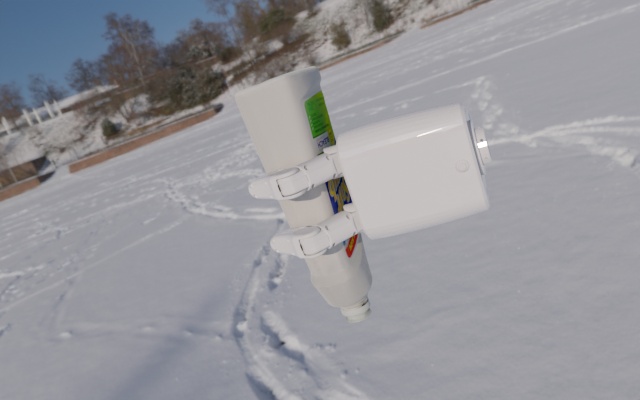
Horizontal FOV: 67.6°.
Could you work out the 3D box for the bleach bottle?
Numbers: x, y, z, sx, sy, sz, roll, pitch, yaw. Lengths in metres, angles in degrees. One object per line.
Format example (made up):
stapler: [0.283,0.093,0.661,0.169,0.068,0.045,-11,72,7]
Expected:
bleach bottle: [0.000,0.002,0.472,0.068,0.251,0.102,-15,15,21]
